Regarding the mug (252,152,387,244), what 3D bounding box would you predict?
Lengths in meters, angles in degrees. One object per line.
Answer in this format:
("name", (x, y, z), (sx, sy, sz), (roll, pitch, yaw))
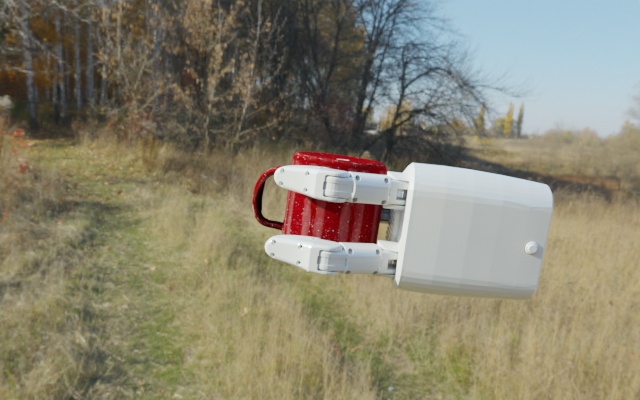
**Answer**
("mug", (-0.001, 0.001, 0.412), (0.117, 0.081, 0.093), (7, 9, 1))
